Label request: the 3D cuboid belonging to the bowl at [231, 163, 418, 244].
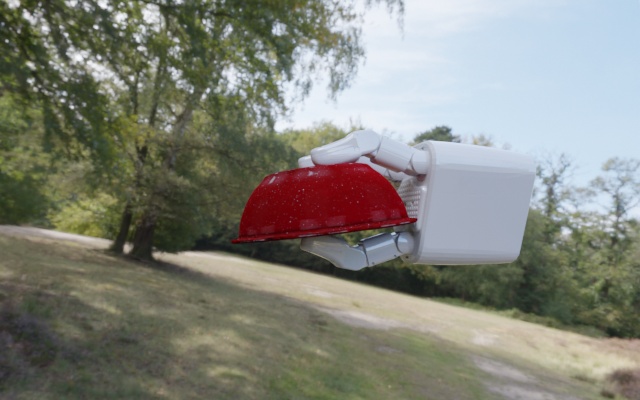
[{"bbox_3d":[-0.001,0.001,0.416,0.162,0.055,0.162,-7,-2,0],"label":"bowl"}]
